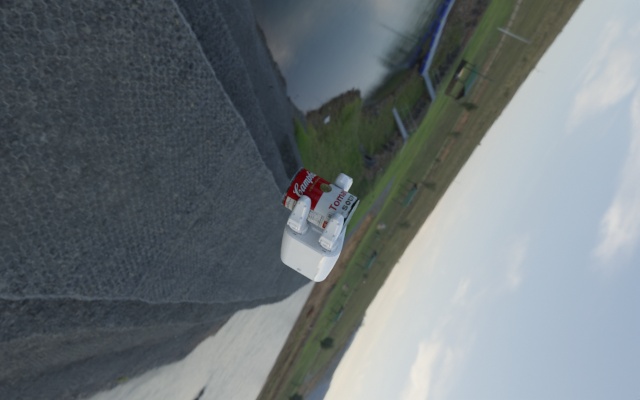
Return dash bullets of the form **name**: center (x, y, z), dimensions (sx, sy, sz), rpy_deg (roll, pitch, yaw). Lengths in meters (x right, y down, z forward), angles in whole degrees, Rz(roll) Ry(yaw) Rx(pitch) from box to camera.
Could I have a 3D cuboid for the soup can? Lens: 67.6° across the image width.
- **soup can**: center (0.001, 0.002, 0.737), dimensions (0.102, 0.068, 0.068), rpy_deg (29, 4, 8)
